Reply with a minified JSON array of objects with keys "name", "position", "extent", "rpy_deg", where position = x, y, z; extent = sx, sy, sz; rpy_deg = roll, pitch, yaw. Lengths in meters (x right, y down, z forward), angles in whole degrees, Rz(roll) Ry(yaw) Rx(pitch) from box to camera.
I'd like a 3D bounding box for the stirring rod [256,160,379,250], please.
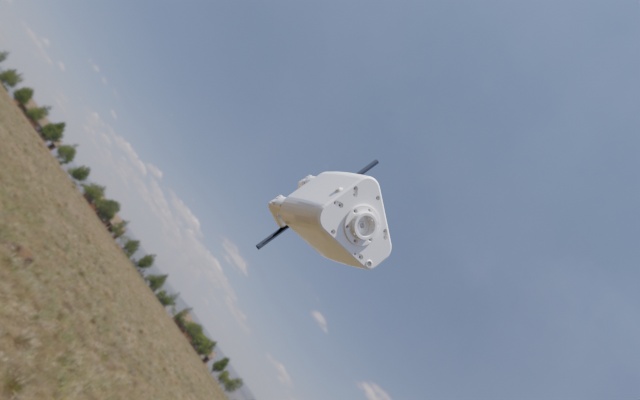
[{"name":"stirring rod","position":[0.000,0.003,0.733],"extent":[0.239,0.011,0.011],"rpy_deg":[-36,14,-20]}]
